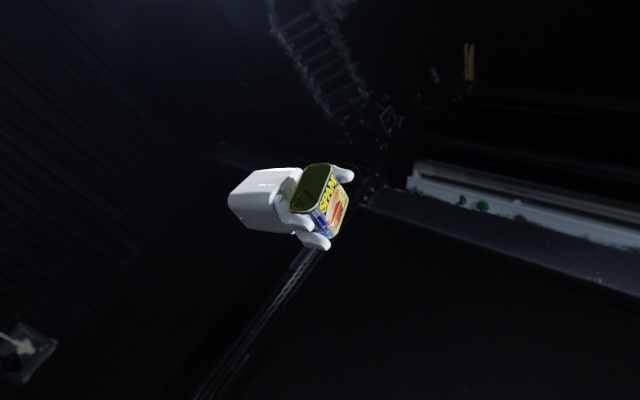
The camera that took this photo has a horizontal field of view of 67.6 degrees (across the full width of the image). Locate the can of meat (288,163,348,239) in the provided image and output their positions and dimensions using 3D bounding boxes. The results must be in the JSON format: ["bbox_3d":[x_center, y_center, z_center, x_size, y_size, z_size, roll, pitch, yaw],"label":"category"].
[{"bbox_3d":[0.000,0.003,0.803,0.057,0.102,0.084,-2,-39,32],"label":"can of meat"}]
